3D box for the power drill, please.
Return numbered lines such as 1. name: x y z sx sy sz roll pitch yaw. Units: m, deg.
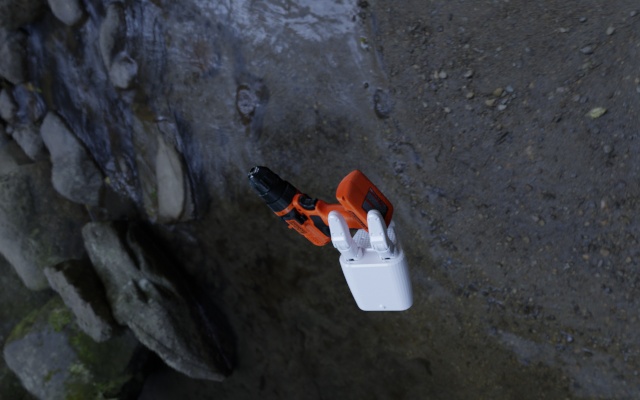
1. power drill: 0.001 0.003 0.717 0.187 0.057 0.184 -5 -38 48
